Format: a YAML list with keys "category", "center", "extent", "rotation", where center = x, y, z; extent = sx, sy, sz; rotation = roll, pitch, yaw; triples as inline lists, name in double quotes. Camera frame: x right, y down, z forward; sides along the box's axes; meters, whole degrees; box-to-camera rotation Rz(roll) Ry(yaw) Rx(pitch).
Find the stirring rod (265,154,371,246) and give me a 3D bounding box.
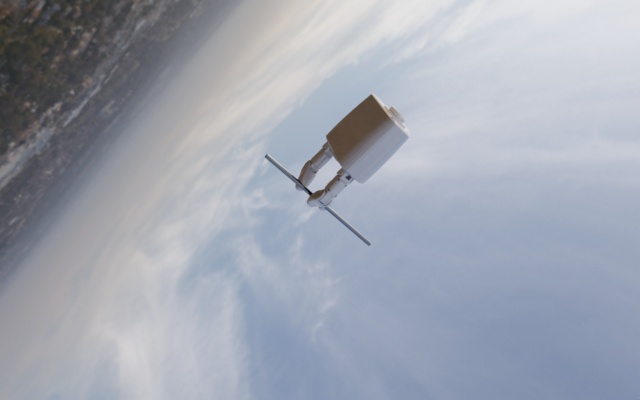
- category: "stirring rod"
  center: [0.000, 0.003, 0.796]
  extent: [0.239, 0.011, 0.011]
  rotation: [41, -16, -19]
